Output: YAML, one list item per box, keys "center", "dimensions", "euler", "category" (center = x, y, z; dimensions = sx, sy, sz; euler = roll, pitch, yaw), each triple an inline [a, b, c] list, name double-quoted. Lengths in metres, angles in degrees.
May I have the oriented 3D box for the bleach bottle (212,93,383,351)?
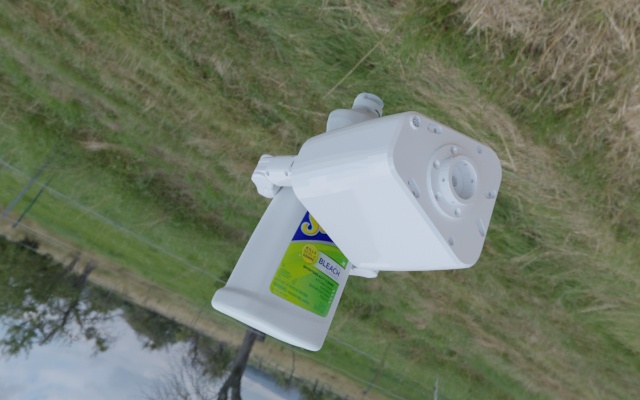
- center: [0.000, 0.002, 0.446]
  dimensions: [0.102, 0.250, 0.068]
  euler: [35, -24, -30]
  category: "bleach bottle"
